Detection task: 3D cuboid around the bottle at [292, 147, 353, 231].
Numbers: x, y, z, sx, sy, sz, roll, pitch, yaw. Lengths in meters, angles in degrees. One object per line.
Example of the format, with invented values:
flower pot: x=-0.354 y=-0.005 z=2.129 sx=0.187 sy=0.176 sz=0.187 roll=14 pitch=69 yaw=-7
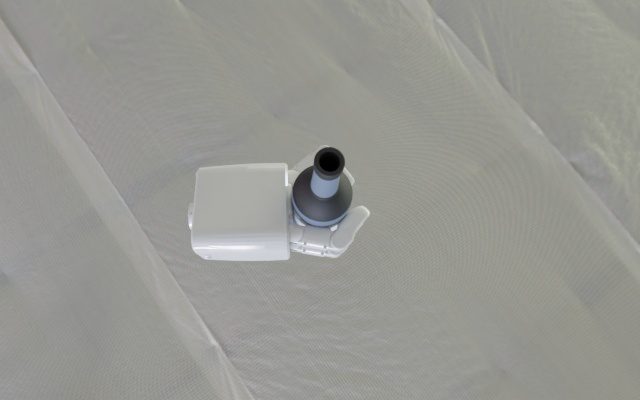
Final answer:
bottle: x=0.000 y=0.002 z=0.555 sx=0.069 sy=0.069 sz=0.296 roll=0 pitch=-14 yaw=-3
